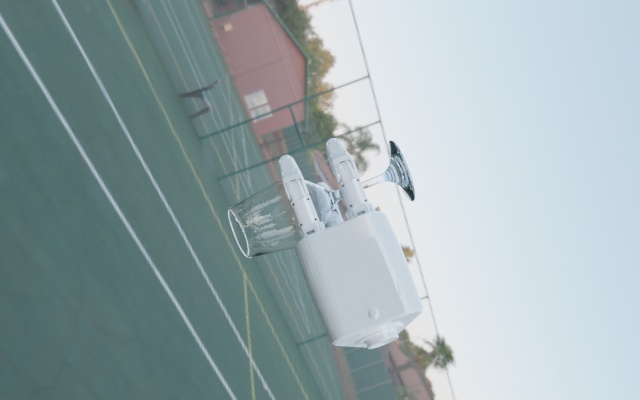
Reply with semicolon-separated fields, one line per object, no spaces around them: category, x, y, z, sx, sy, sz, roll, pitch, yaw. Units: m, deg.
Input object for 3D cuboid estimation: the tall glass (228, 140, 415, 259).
tall glass;0.001;0.001;0.542;0.201;0.079;0.079;-21;0;-1
